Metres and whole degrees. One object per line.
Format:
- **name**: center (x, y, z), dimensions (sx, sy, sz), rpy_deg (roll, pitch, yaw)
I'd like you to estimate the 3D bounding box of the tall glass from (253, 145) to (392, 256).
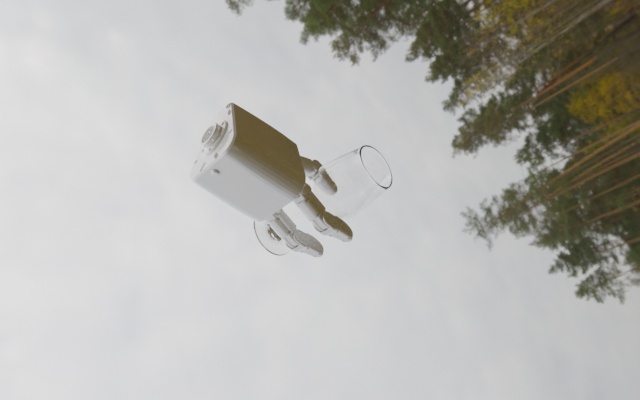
- **tall glass**: center (0.000, 0.002, 0.646), dimensions (0.201, 0.079, 0.079), rpy_deg (-32, -19, 34)
